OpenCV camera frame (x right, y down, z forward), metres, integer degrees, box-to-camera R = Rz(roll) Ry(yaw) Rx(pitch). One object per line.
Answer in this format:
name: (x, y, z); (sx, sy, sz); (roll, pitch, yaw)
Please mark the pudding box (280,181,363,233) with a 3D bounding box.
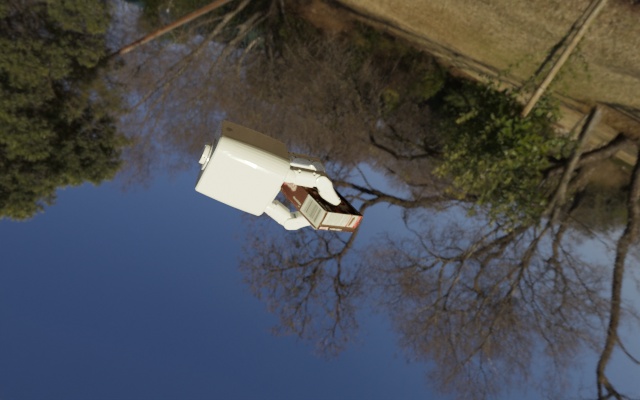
pudding box: (0.000, 0.003, 0.763); (0.090, 0.039, 0.113); (7, 32, -46)
